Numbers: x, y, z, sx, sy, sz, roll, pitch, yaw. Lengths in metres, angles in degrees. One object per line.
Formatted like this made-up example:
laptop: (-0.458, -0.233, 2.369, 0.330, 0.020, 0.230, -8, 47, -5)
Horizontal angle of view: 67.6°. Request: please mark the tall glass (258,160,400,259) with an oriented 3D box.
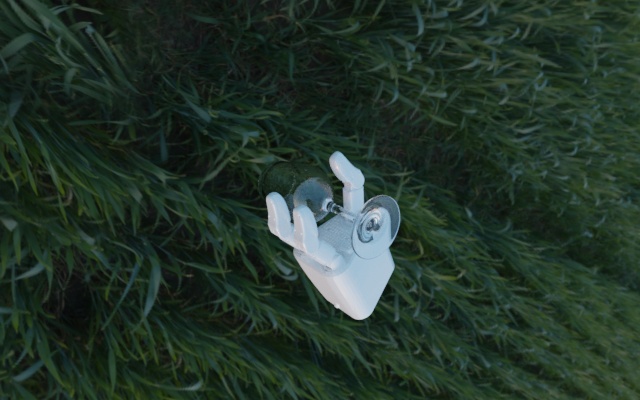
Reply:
tall glass: (0.001, 0.002, 0.594, 0.079, 0.079, 0.201, 0, 17, -40)
